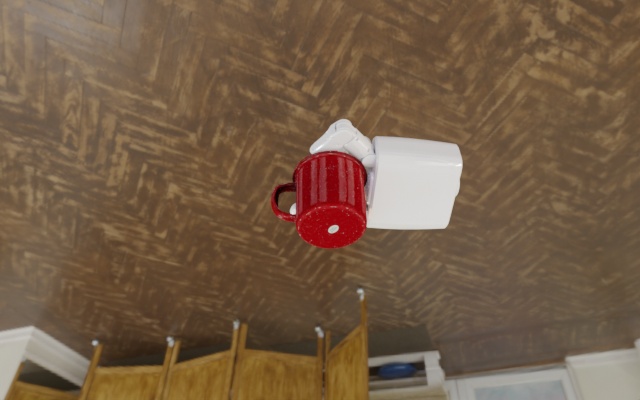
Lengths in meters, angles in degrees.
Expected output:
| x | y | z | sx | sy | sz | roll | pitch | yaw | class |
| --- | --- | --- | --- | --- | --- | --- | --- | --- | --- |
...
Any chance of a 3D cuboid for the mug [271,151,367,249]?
| x | y | z | sx | sy | sz | roll | pitch | yaw | class |
| --- | --- | --- | --- | --- | --- | --- | --- | --- | --- |
| -0.001 | 0.002 | 0.563 | 0.117 | 0.081 | 0.093 | 2 | -42 | -3 | mug |
